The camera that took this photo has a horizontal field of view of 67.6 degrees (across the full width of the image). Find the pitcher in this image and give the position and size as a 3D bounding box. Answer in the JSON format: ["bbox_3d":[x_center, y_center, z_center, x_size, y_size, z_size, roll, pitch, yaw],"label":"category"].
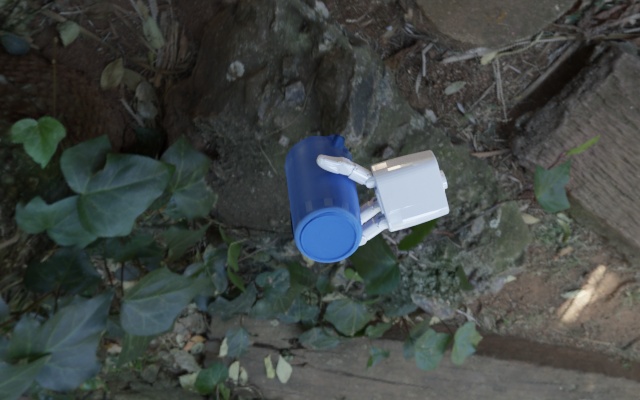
[{"bbox_3d":[0.000,0.003,0.841,0.145,0.149,0.242,-14,32,5],"label":"pitcher"}]
